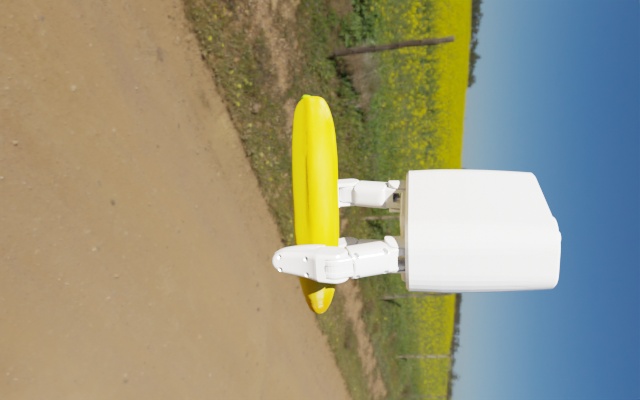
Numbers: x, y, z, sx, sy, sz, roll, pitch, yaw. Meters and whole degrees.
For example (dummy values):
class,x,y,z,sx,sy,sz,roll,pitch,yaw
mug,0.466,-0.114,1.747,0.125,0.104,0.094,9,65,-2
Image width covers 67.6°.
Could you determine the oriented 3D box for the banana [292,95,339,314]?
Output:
class,x,y,z,sx,sy,sz,roll,pitch,yaw
banana,-0.002,-0.005,0.397,0.037,0.197,0.069,-3,-9,7
